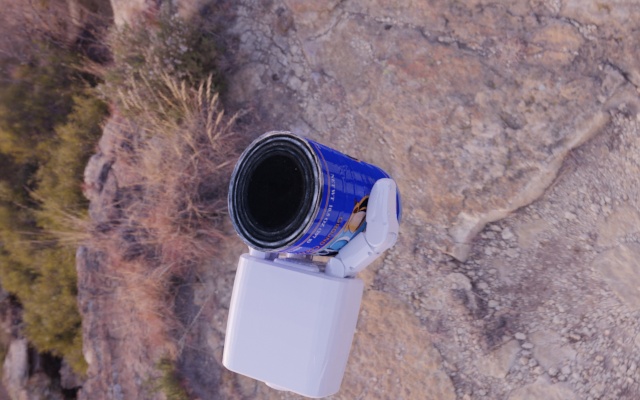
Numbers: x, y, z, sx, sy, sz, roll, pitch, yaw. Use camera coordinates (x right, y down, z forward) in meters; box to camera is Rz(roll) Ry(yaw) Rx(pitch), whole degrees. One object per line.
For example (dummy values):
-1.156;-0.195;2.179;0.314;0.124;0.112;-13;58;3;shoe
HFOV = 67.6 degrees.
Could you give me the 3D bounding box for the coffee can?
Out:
0.000;0.001;0.447;0.103;0.103;0.140;0;-8;36;coffee can
